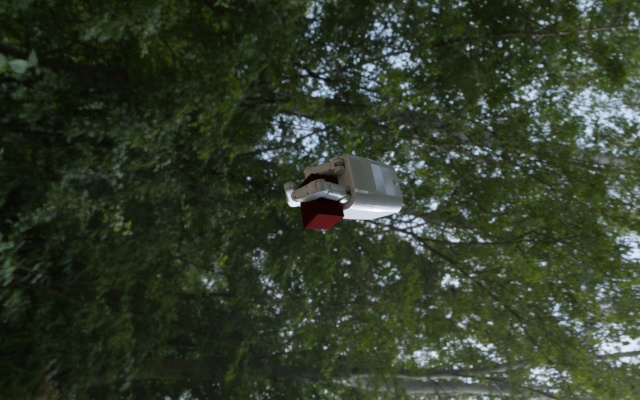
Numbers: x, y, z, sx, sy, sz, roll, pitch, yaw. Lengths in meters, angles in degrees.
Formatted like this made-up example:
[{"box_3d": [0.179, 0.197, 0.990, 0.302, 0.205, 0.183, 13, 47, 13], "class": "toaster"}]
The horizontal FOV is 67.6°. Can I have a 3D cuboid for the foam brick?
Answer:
[{"box_3d": [0.000, 0.003, 0.786, 0.051, 0.078, 0.053, 8, -32, -30], "class": "foam brick"}]
